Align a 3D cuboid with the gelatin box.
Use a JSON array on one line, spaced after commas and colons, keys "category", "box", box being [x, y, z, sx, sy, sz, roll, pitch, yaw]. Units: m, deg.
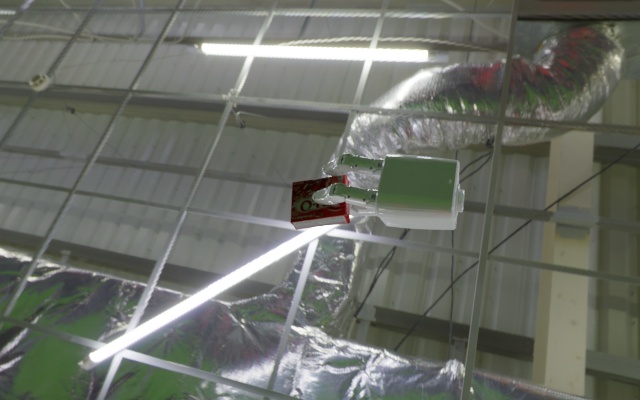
[{"category": "gelatin box", "box": [0.000, 0.003, 0.734, 0.089, 0.073, 0.030, -8, -32, 14]}]
